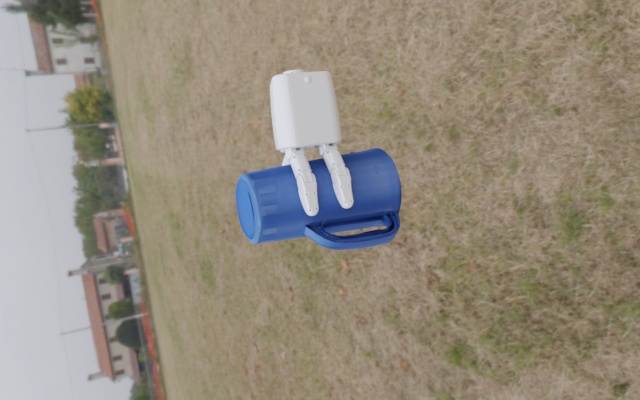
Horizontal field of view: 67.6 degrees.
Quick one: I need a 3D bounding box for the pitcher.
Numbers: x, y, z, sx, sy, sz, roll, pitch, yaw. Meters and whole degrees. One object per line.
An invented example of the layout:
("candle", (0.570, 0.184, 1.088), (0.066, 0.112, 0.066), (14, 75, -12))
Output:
("pitcher", (0.000, 0.002, 0.751), (0.243, 0.145, 0.149), (-10, 8, -23))
